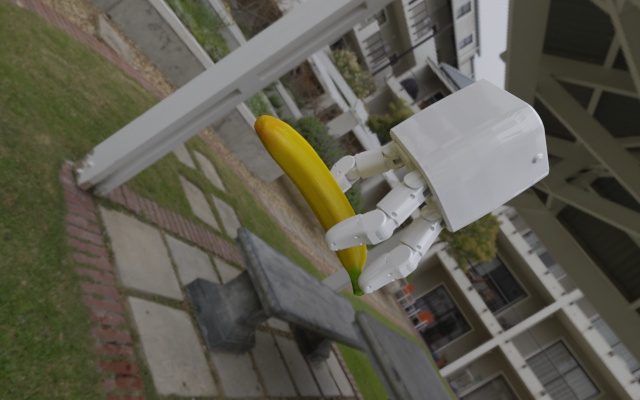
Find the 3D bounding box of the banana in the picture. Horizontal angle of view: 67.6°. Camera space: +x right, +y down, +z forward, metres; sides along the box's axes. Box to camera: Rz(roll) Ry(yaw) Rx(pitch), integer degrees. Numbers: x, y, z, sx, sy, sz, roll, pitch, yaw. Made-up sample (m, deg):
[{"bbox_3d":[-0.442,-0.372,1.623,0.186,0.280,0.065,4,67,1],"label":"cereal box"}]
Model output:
[{"bbox_3d":[0.001,-0.003,0.451,0.037,0.198,0.069,-28,23,9],"label":"banana"}]
